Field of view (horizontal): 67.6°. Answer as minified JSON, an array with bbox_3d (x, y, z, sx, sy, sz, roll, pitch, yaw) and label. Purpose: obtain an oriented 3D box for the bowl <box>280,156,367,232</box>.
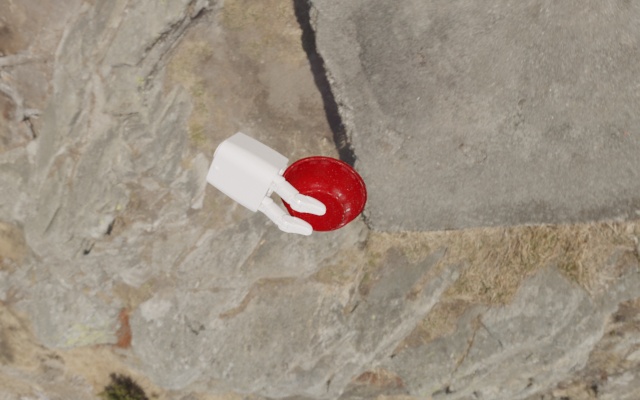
[{"bbox_3d":[0.001,0.003,0.844,0.162,0.162,0.055,0,38,10],"label":"bowl"}]
